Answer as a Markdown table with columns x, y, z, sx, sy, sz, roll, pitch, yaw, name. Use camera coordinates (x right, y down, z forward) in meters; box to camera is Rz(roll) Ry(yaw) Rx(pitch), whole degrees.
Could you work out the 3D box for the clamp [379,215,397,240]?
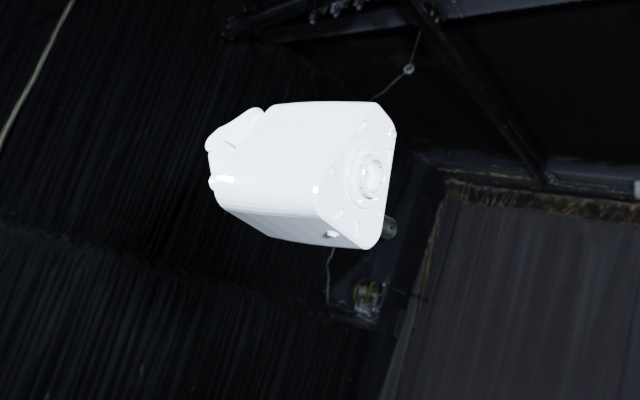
| x | y | z | sx | sy | sz | roll | pitch | yaw | name |
| --- | --- | --- | --- | --- | --- | --- | --- | --- | --- |
| 0.000 | 0.001 | 0.498 | 0.120 | 0.039 | 0.171 | 3 | -17 | 39 | clamp |
